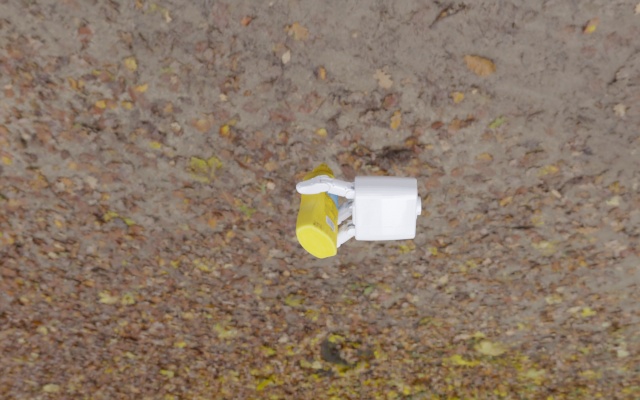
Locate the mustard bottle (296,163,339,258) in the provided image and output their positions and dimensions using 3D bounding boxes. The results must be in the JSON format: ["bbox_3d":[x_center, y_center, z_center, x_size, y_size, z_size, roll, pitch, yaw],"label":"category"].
[{"bbox_3d":[0.000,0.003,0.877,0.058,0.191,0.096,-18,-46,24],"label":"mustard bottle"}]
